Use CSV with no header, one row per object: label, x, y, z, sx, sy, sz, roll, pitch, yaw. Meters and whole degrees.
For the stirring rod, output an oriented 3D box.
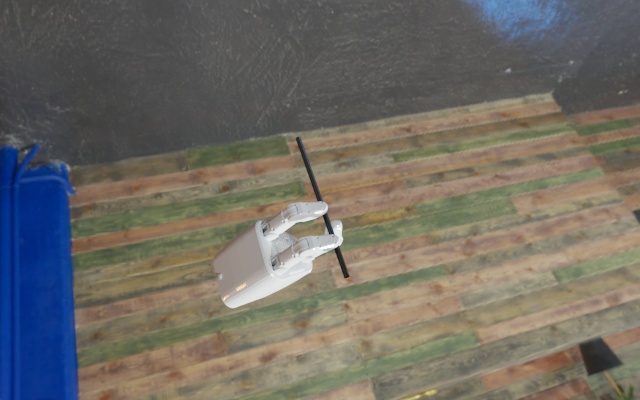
stirring rod,0.000,0.002,0.695,0.011,0.239,0.011,-15,-28,-8
